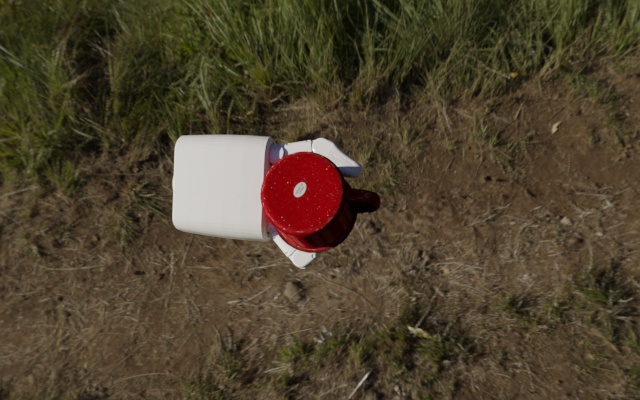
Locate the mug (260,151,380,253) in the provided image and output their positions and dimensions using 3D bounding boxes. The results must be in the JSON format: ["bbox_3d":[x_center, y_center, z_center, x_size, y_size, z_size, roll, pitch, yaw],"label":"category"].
[{"bbox_3d":[0.001,0.002,0.472,0.117,0.093,0.081,2,-13,8],"label":"mug"}]
